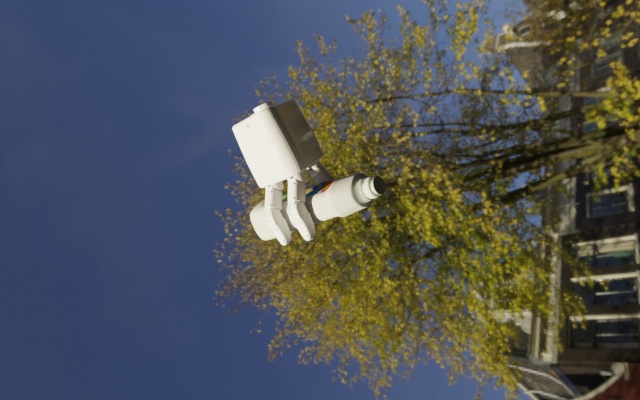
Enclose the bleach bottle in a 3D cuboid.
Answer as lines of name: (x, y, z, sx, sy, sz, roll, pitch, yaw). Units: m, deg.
bleach bottle: (0.000, 0.003, 0.756, 0.251, 0.068, 0.102, -17, 12, 43)
